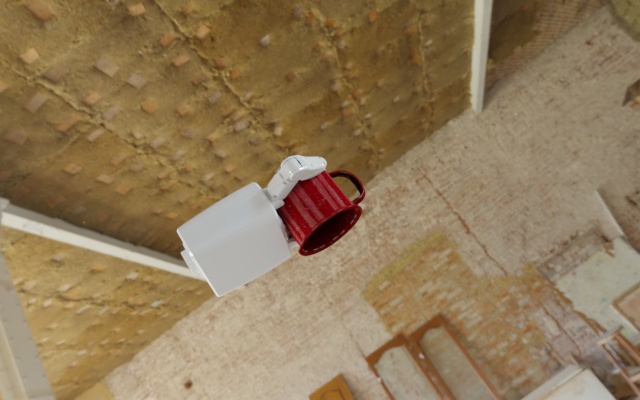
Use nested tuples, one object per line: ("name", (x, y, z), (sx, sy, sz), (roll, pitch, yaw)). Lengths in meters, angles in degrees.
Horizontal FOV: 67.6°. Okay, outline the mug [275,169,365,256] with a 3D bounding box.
("mug", (0.001, 0.001, 0.591), (0.117, 0.081, 0.093), (-32, -22, -14))
